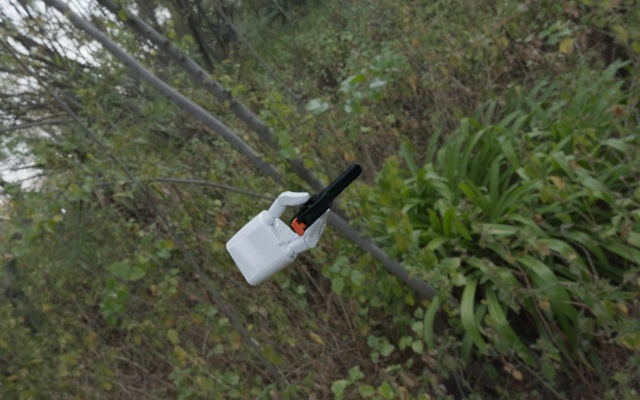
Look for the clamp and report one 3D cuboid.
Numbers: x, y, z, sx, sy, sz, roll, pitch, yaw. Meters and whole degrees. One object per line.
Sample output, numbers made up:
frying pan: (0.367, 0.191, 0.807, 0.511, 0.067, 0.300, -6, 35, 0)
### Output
clamp: (-0.001, 0.003, 0.898, 0.164, 0.036, 0.210, -38, 6, 22)
